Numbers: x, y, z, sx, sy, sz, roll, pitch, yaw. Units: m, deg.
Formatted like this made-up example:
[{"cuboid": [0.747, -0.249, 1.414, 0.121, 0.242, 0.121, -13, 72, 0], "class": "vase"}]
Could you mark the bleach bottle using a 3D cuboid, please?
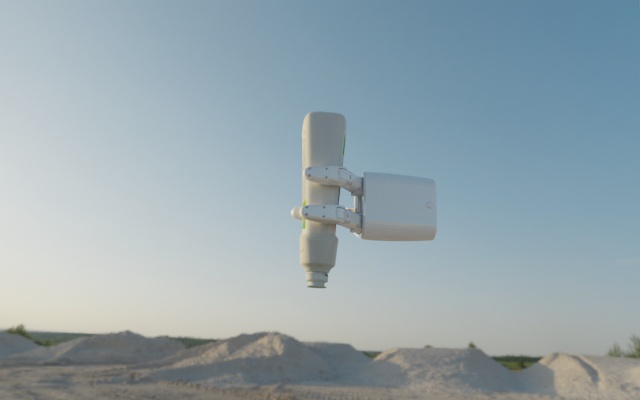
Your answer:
[{"cuboid": [0.000, 0.002, 0.702, 0.068, 0.250, 0.102, 4, -17, -2], "class": "bleach bottle"}]
